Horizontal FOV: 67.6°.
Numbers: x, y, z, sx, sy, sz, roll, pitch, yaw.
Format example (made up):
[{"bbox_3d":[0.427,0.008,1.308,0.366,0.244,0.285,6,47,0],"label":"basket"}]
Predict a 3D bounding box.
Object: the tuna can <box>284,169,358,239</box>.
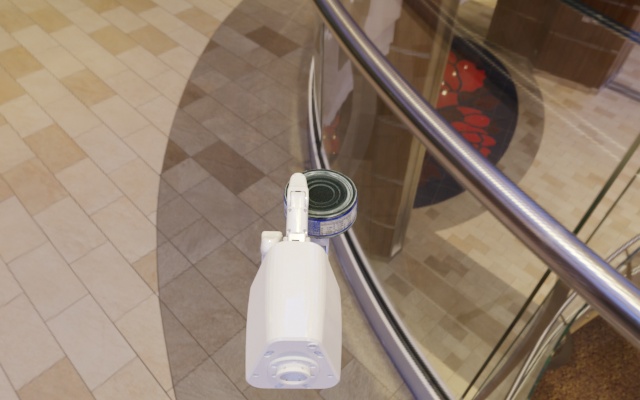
[{"bbox_3d":[0.000,0.001,0.552,0.086,0.034,0.086,0,43,0],"label":"tuna can"}]
